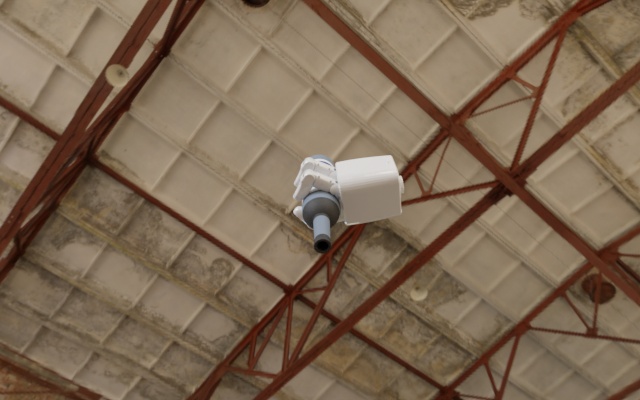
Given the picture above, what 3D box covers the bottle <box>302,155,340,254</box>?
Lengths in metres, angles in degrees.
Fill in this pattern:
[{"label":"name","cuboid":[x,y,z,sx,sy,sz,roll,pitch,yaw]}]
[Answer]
[{"label":"bottle","cuboid":[0.000,0.003,0.863,0.069,0.069,0.295,0,27,-1]}]
